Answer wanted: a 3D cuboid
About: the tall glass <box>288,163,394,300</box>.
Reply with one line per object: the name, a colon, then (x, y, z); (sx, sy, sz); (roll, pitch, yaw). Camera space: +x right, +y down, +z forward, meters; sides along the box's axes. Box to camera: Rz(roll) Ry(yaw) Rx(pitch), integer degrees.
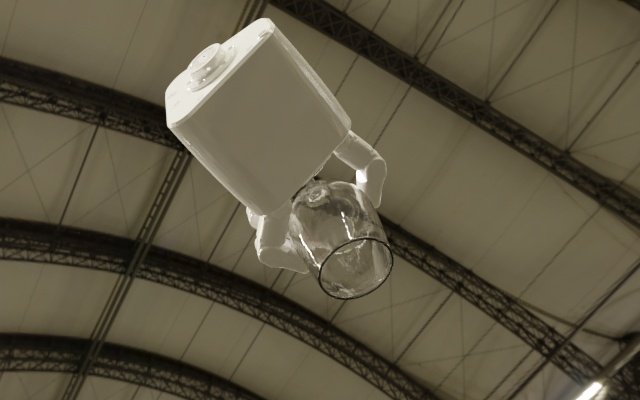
tall glass: (0.000, 0.001, 0.446); (0.079, 0.079, 0.201); (0, 32, -20)
